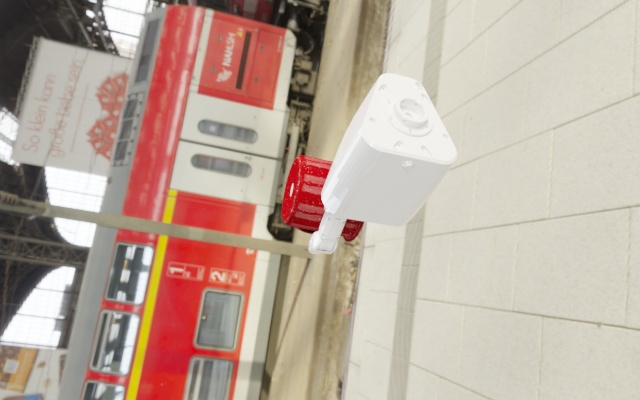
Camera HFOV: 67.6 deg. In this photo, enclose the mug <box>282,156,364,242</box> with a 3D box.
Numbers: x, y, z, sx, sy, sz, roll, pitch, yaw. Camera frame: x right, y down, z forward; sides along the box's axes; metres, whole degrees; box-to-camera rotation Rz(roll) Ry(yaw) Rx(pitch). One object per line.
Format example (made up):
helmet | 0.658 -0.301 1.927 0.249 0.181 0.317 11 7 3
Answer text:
mug | -0.001 0.003 0.561 0.081 0.093 0.117 12 -37 -14
